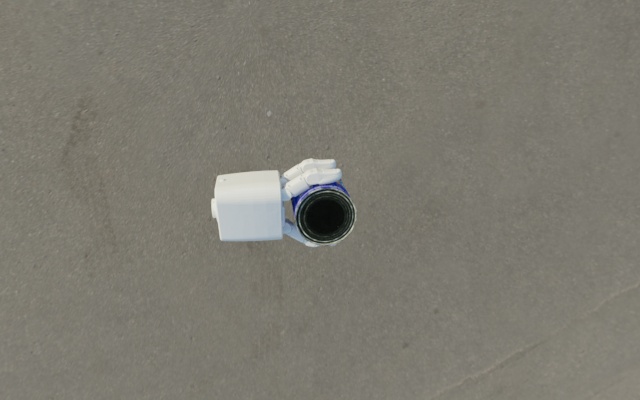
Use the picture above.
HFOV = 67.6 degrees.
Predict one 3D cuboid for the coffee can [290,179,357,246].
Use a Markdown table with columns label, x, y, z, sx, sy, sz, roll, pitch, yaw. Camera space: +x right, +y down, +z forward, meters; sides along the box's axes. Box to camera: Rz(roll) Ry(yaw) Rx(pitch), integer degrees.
| label | x | y | z | sx | sy | sz | roll | pitch | yaw |
| --- | --- | --- | --- | --- | --- | --- | --- | --- | --- |
| coffee can | 0.000 | 0.003 | 0.837 | 0.103 | 0.103 | 0.140 | 0 | 21 | -8 |
